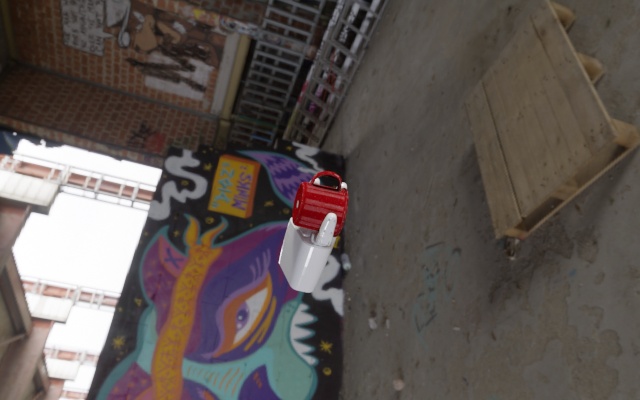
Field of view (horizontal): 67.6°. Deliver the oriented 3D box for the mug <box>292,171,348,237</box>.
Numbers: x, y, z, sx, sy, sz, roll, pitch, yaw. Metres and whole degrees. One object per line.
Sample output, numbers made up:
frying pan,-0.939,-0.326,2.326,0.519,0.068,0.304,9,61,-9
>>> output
mug,0.000,0.002,0.859,0.081,0.117,0.093,13,21,-13
